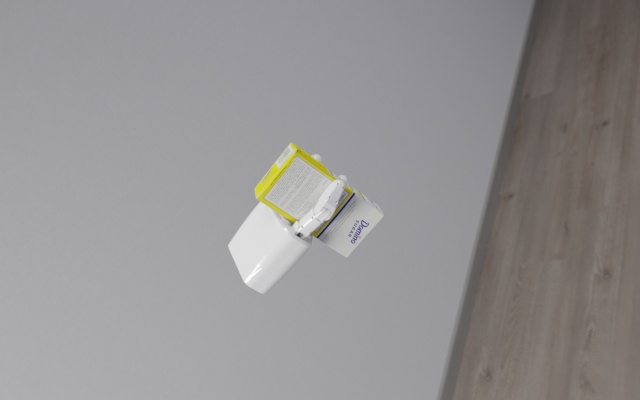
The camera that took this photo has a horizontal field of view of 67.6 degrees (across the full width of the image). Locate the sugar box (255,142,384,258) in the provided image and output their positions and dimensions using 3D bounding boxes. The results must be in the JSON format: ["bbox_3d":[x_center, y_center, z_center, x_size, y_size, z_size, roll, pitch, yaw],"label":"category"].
[{"bbox_3d":[0.000,0.002,0.714,0.176,0.093,0.048,35,13,-25],"label":"sugar box"}]
